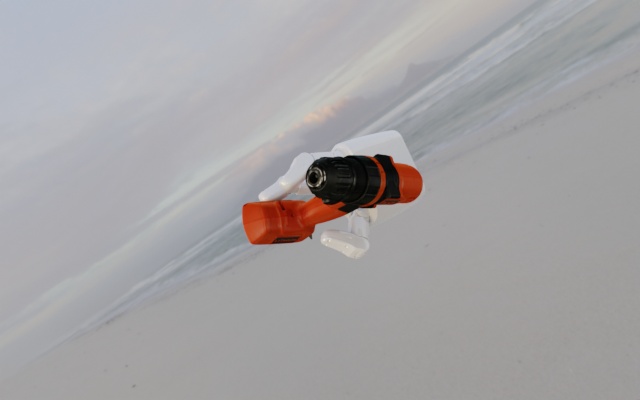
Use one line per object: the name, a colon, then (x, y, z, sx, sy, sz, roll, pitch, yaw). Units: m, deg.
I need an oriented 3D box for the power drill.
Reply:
power drill: (0.000, 0.002, 0.536, 0.188, 0.057, 0.184, -21, -15, 36)
